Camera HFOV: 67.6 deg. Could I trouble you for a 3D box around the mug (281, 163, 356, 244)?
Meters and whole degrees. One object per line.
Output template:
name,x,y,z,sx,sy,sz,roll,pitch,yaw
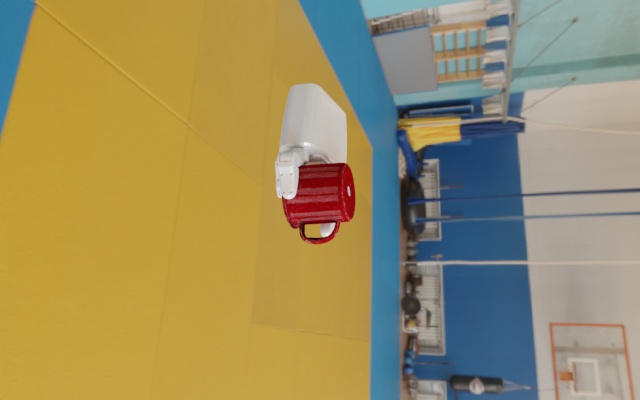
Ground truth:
mug,0.000,0.003,0.649,0.081,0.117,0.093,-4,-23,16
